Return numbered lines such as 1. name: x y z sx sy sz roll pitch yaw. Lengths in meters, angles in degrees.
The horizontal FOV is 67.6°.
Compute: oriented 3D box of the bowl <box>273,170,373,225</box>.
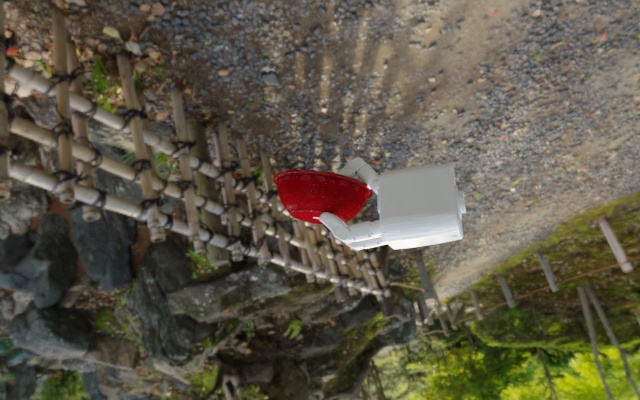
1. bowl: -0.001 0.003 0.761 0.162 0.055 0.162 8 -14 2
